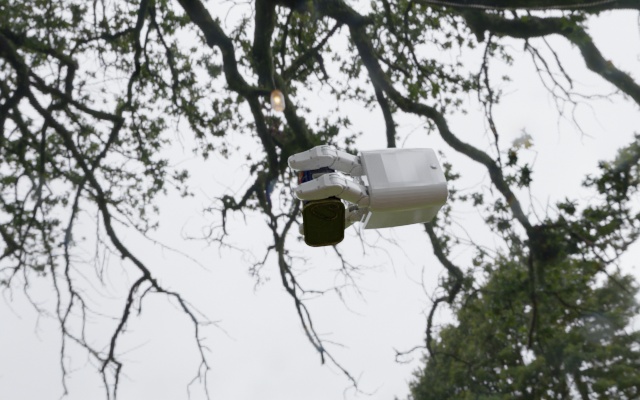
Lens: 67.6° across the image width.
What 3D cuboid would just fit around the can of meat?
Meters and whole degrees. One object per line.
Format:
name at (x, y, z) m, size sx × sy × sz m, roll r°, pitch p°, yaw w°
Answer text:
can of meat at (0.000, 0.002, 0.667) m, size 0.057 × 0.084 × 0.102 m, roll -6°, pitch -39°, yaw -3°
